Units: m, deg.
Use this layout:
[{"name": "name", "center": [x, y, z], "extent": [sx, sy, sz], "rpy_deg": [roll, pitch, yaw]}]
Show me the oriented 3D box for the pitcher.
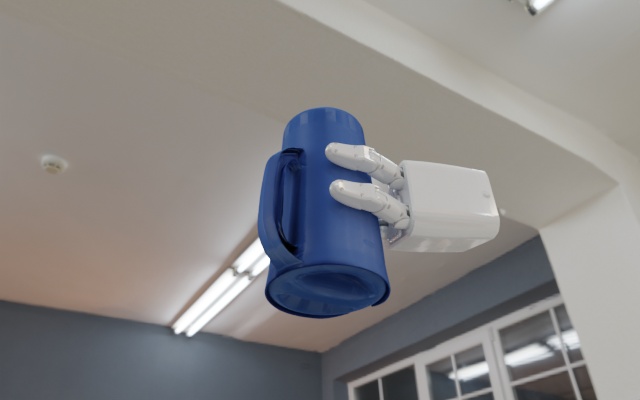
[{"name": "pitcher", "center": [0.000, 0.002, 0.562], "extent": [0.145, 0.242, 0.149], "rpy_deg": [4, -36, -8]}]
